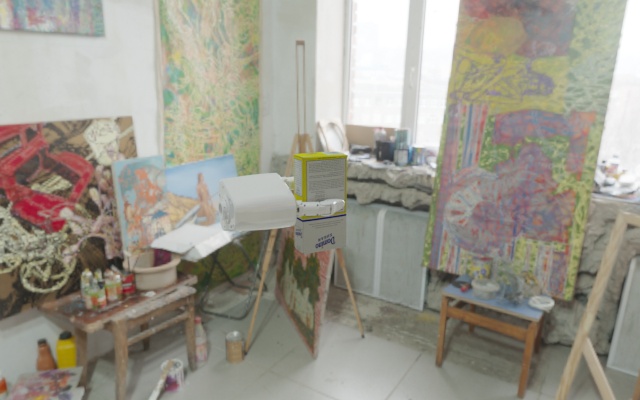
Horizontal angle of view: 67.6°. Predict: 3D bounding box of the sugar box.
[{"bbox_3d":[0.000,0.003,0.864,0.093,0.176,0.048,-6,18,-27],"label":"sugar box"}]
